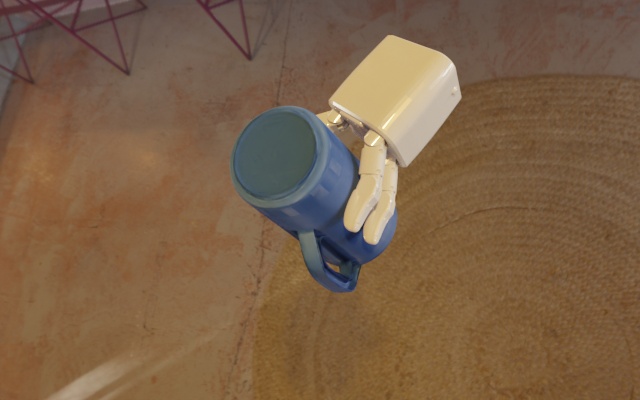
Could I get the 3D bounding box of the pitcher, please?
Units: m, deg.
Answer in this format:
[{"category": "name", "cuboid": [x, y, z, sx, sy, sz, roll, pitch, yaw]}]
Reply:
[{"category": "pitcher", "cuboid": [0.000, 0.002, 0.554, 0.149, 0.145, 0.243, 42, 1, 28]}]
